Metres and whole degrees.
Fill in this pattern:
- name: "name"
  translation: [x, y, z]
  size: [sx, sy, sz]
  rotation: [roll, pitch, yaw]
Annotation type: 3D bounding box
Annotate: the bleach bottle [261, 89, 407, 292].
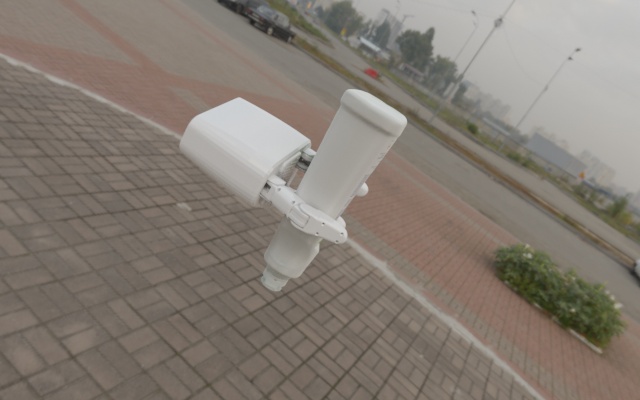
- name: "bleach bottle"
  translation: [0.000, 0.002, 0.534]
  size: [0.068, 0.251, 0.102]
  rotation: [34, 18, 8]
